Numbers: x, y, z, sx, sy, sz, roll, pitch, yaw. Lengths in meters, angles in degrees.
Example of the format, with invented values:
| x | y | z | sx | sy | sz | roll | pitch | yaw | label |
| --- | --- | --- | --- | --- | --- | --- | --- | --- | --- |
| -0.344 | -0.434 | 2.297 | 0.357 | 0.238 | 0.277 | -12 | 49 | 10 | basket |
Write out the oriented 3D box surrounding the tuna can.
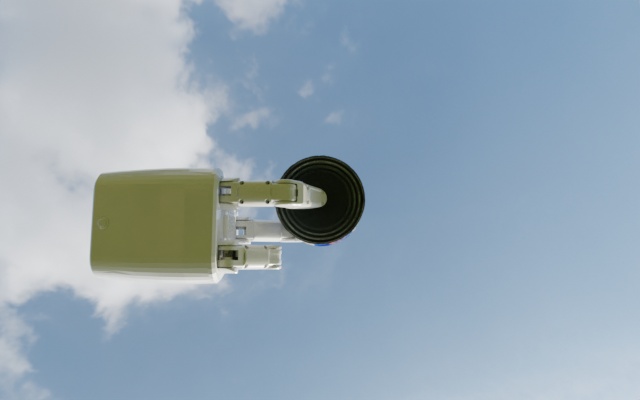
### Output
| x | y | z | sx | sy | sz | roll | pitch | yaw | label |
| --- | --- | --- | --- | --- | --- | --- | --- | --- | --- |
| 0.000 | 0.002 | 0.467 | 0.086 | 0.086 | 0.034 | 0 | -10 | 3 | tuna can |
